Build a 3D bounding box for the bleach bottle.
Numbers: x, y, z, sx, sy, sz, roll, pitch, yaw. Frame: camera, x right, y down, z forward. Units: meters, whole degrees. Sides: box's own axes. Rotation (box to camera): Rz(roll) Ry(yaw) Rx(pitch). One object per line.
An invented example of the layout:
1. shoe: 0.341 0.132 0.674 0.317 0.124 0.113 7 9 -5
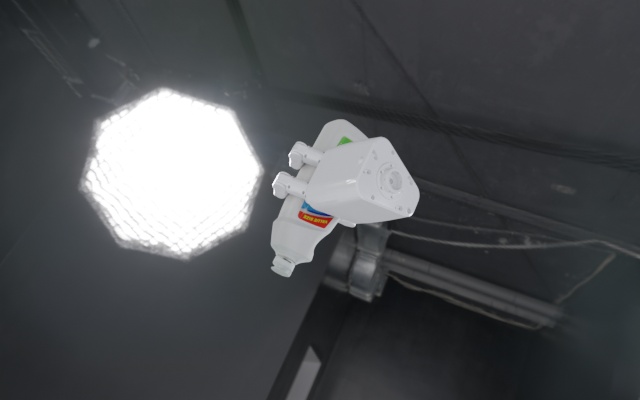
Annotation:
1. bleach bottle: 0.000 0.002 0.724 0.102 0.250 0.068 38 -26 -27
